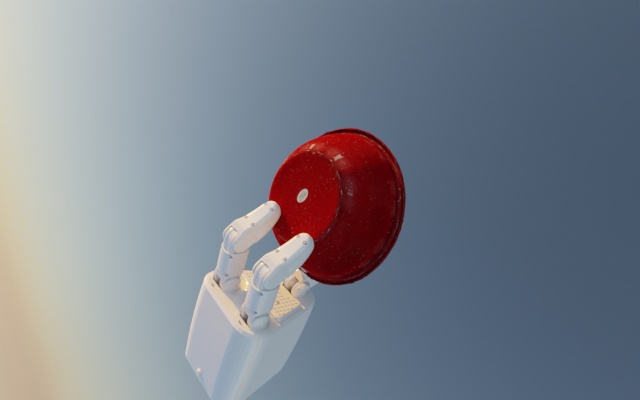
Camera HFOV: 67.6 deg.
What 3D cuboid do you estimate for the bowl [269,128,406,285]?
[{"bbox_3d":[0.000,0.000,0.469,0.162,0.162,0.055,0,-8,40],"label":"bowl"}]
